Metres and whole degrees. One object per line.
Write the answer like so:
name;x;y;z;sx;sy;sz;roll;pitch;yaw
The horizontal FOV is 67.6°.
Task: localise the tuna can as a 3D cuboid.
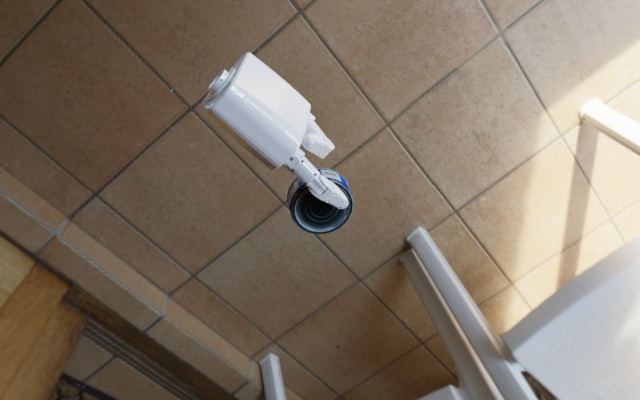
tuna can;0.000;0.002;0.632;0.086;0.086;0.033;0;29;-11
